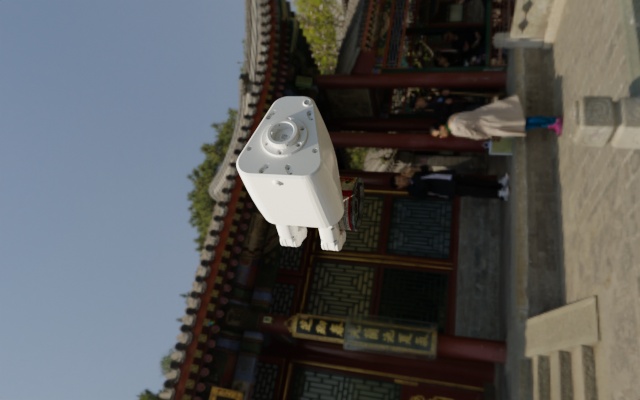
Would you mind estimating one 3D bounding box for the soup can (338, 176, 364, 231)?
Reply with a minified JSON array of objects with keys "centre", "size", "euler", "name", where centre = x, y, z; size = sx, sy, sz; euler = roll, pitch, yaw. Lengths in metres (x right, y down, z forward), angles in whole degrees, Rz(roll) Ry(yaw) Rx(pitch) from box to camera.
[{"centre":[0.000,0.002,0.614],"size":[0.102,0.068,0.068],"euler":[4,1,15],"name":"soup can"}]
